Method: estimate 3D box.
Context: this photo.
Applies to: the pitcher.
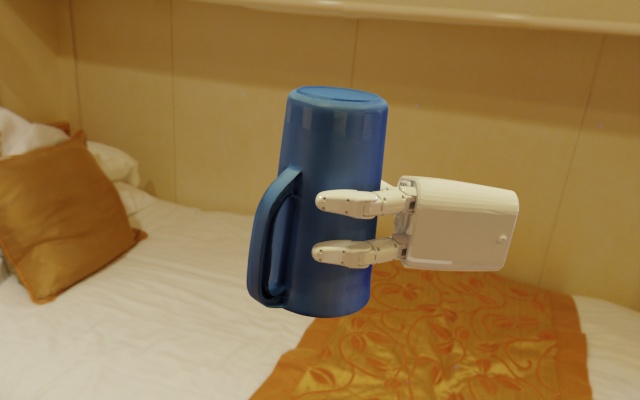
[{"bbox_3d":[0.000,0.002,0.536,0.145,0.243,0.149,5,21,-3],"label":"pitcher"}]
